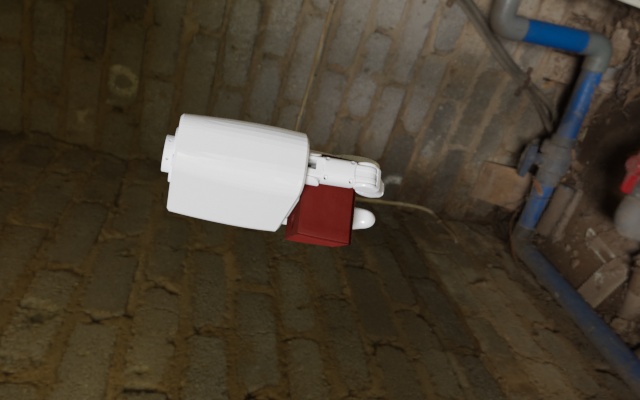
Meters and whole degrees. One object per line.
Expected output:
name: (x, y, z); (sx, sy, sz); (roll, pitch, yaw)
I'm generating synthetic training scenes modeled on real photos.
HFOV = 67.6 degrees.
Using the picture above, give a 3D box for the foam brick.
foam brick: (0.000, 0.002, 0.445); (0.051, 0.078, 0.053); (10, -12, -16)
